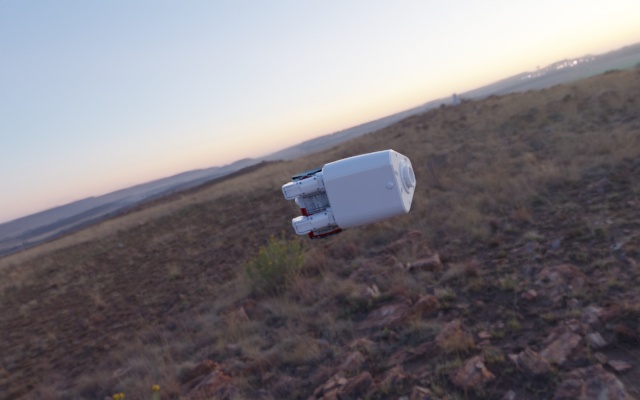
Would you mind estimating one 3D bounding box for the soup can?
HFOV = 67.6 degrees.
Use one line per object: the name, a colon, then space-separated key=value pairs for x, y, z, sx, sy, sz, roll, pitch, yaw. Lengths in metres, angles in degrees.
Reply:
soup can: x=0.000 y=0.002 z=0.749 sx=0.068 sy=0.102 sz=0.068 roll=-17 pitch=7 yaw=2
